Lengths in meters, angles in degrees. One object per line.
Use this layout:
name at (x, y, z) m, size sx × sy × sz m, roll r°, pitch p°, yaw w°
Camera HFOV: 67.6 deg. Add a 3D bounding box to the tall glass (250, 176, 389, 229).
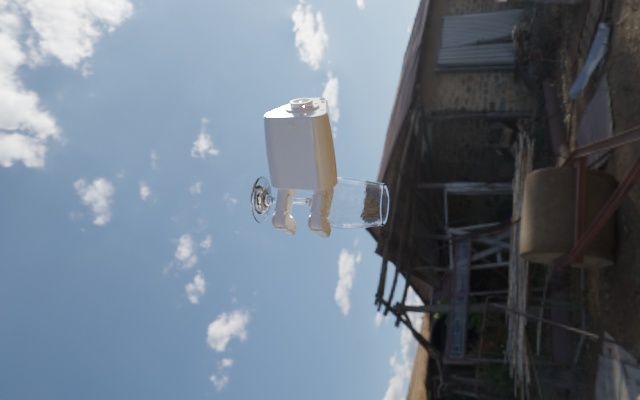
tall glass at (-0.001, 0.002, 0.726) m, size 0.201 × 0.079 × 0.079 m, roll 3°, pitch 1°, yaw 18°
